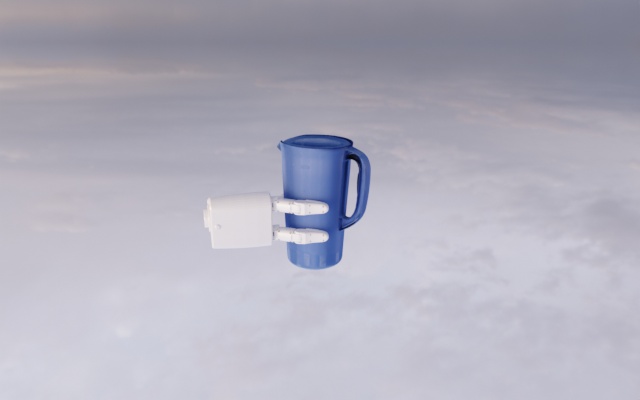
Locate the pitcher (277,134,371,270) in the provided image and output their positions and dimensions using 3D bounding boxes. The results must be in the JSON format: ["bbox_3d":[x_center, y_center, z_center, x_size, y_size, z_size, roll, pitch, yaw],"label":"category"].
[{"bbox_3d":[0.000,0.003,0.890,0.145,0.243,0.149,-5,19,-16],"label":"pitcher"}]
